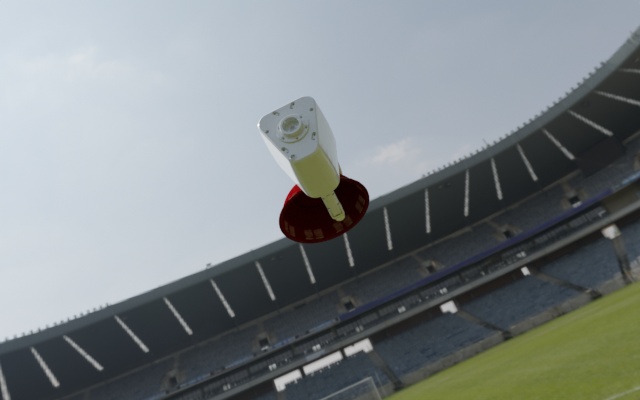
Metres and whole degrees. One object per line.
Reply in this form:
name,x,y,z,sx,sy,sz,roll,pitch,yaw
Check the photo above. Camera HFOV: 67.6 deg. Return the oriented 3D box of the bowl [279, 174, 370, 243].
bowl,0.000,0.003,0.825,0.162,0.055,0.162,-13,-41,-12
